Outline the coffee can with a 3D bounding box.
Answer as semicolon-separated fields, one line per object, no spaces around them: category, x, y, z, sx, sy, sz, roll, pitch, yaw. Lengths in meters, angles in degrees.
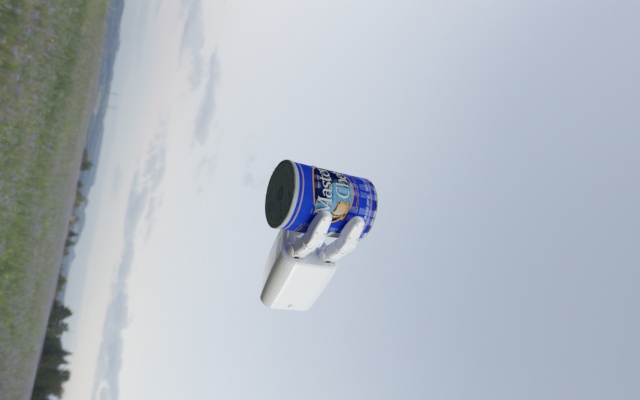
coffee can;0.000;0.002;0.723;0.140;0.103;0.103;11;-5;-28
